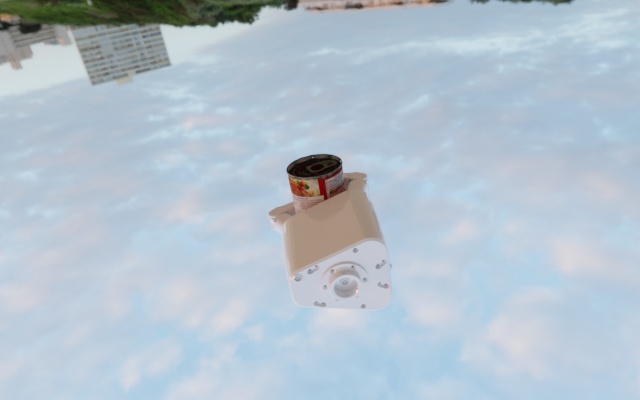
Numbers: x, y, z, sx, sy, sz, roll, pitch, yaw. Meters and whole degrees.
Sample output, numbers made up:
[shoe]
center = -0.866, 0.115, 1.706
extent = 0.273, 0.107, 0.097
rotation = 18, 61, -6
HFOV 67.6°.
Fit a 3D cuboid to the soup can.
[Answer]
[soup can]
center = 0.000, 0.002, 0.594
extent = 0.068, 0.102, 0.068
rotation = -8, 28, 4
